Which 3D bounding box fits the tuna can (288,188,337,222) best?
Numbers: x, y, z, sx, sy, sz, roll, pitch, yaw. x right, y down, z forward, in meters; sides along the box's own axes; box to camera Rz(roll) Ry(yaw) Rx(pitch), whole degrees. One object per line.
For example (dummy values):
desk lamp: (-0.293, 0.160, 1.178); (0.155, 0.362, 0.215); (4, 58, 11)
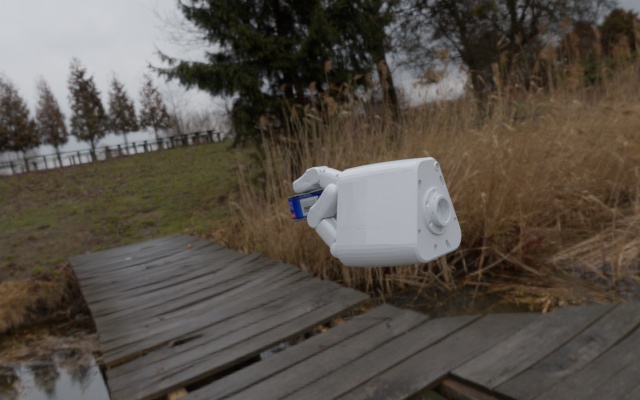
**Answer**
tuna can: (0.000, 0.002, 0.641); (0.086, 0.034, 0.086); (-14, 2, 1)
